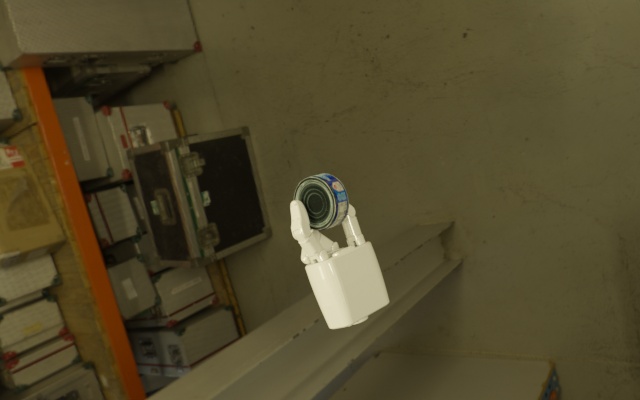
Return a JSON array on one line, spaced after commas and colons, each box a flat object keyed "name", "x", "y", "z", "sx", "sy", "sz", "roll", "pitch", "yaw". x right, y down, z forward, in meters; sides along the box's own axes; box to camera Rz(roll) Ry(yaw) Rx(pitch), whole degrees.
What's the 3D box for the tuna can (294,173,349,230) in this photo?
[{"name": "tuna can", "x": 0.000, "y": 0.002, "z": 0.735, "sx": 0.086, "sy": 0.086, "sz": 0.034, "roll": 0, "pitch": 9, "yaw": 39}]
